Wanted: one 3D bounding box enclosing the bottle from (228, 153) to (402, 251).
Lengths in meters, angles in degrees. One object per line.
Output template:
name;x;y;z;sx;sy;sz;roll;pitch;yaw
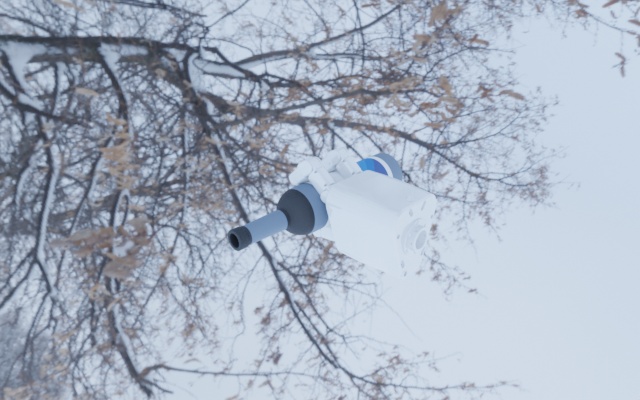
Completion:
bottle;0.000;0.002;0.662;0.295;0.069;0.069;-24;16;-40
